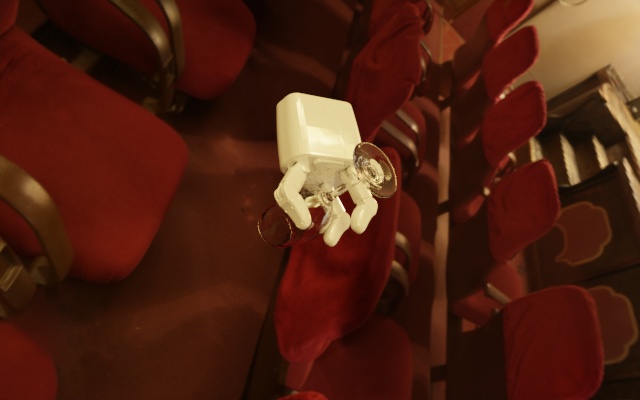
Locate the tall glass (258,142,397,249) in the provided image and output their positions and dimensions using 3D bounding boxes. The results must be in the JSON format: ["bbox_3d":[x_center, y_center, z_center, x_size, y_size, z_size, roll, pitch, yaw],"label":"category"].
[{"bbox_3d":[0.001,0.002,0.630,0.079,0.079,0.201,0,-24,-46],"label":"tall glass"}]
